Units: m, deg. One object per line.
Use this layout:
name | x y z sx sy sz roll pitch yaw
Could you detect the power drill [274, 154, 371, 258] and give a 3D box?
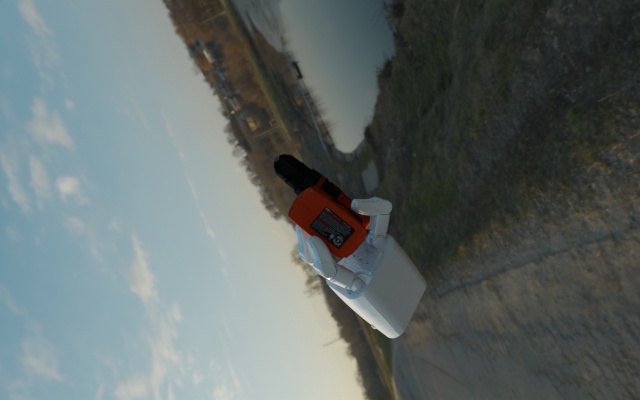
power drill | 0.000 0.003 0.703 0.184 0.057 0.187 37 11 -6
